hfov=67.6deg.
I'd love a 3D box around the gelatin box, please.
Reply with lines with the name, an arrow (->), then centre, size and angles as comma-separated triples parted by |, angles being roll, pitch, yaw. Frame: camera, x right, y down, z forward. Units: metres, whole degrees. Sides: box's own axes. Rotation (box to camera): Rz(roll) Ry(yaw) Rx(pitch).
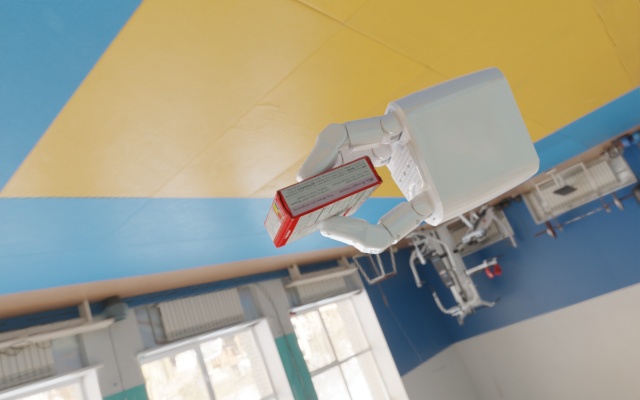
gelatin box -> 0.000, 0.002, 0.410 | 0.089, 0.030, 0.073 | -23, -15, -23
